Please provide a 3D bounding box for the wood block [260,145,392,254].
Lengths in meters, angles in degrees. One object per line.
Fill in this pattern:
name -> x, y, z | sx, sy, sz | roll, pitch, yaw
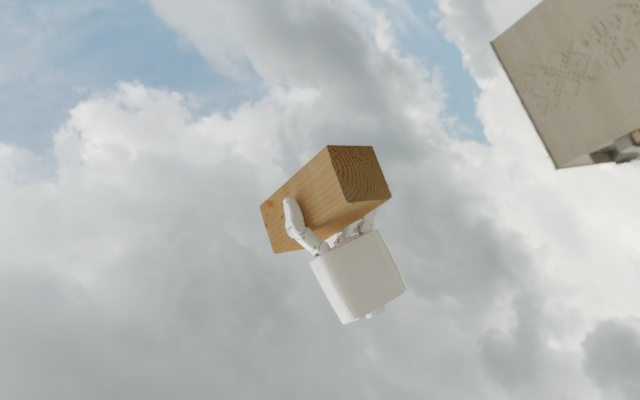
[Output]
wood block -> 0.000, 0.003, 0.743 | 0.091, 0.090, 0.206 | -5, -22, -39
